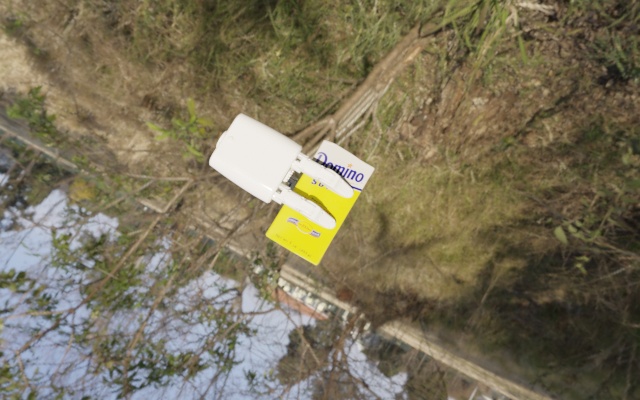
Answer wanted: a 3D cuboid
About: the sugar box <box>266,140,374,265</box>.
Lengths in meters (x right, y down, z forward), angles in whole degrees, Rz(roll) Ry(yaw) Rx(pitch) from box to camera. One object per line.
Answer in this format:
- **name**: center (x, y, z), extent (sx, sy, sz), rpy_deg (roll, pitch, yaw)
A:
- **sugar box**: center (0.000, 0.002, 0.741), extent (0.093, 0.176, 0.048), rpy_deg (31, -6, 0)
